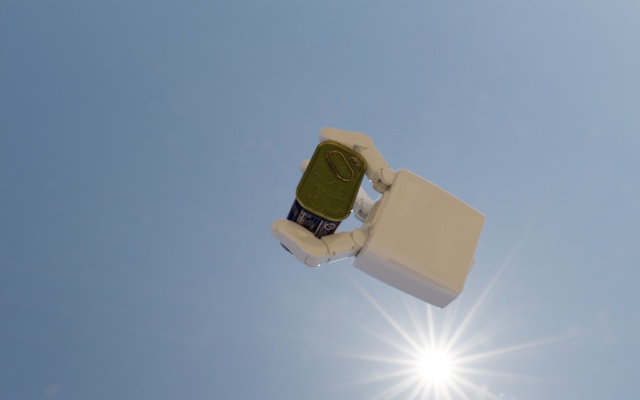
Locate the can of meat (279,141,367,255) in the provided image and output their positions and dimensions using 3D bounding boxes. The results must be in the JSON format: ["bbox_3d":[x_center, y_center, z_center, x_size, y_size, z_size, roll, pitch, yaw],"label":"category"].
[{"bbox_3d":[0.000,0.002,0.505,0.057,0.102,0.084,25,-42,-2],"label":"can of meat"}]
